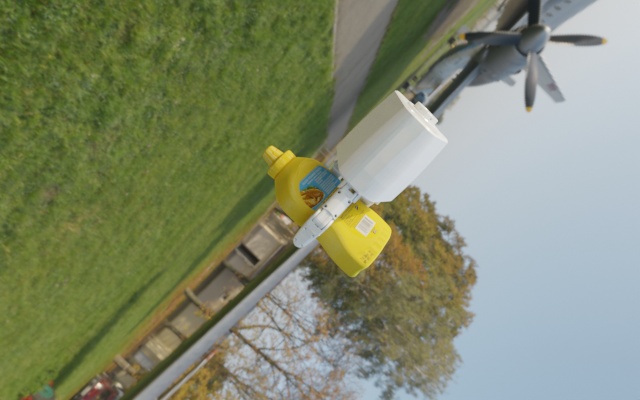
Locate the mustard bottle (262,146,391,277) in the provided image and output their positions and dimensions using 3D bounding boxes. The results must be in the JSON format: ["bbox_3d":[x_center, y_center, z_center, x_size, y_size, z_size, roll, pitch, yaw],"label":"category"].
[{"bbox_3d":[0.000,0.002,0.611,0.058,0.191,0.096,-45,1,42],"label":"mustard bottle"}]
